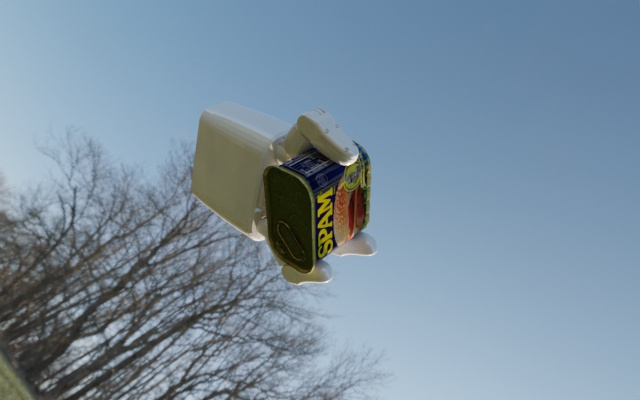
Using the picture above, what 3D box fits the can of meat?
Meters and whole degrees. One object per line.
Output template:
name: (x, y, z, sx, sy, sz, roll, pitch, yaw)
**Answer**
can of meat: (0.000, 0.001, 0.433, 0.057, 0.102, 0.084, 27, 42, 34)
